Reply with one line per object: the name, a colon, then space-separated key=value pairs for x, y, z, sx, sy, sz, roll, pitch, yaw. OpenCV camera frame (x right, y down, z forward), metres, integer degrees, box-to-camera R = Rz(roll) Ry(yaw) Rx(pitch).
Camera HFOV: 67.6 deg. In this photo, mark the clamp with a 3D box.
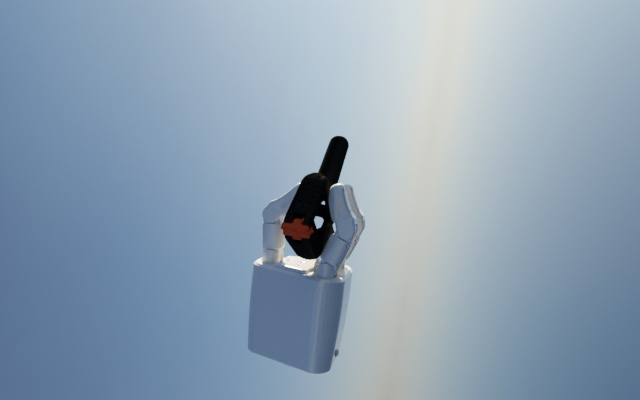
clamp: x=-0.001 y=0.002 z=0.548 sx=0.036 sy=0.164 sz=0.210 roll=6 pitch=4 yaw=12
